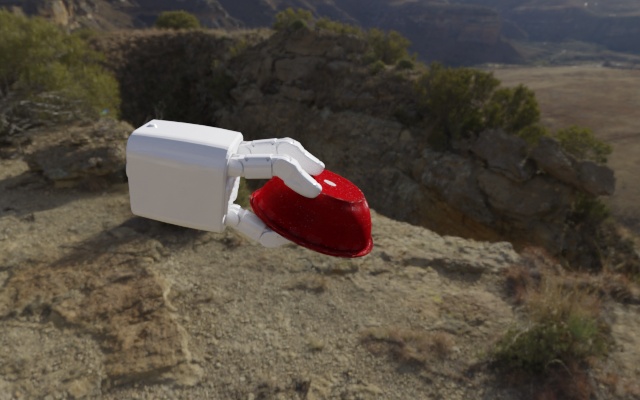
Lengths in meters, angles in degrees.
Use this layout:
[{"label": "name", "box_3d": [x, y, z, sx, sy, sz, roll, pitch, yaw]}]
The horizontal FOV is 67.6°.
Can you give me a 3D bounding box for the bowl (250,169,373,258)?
[{"label": "bowl", "box_3d": [0.001, 0.002, 0.576, 0.162, 0.055, 0.162, 21, 20, -8]}]
